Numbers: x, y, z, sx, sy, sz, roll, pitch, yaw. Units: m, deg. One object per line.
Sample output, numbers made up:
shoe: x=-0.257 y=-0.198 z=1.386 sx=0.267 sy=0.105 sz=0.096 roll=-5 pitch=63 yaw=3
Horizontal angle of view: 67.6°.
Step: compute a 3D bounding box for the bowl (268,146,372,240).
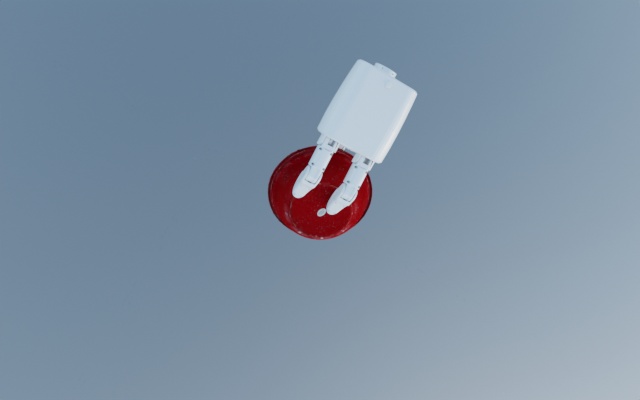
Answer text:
bowl: x=0.000 y=0.004 z=0.714 sx=0.162 sy=0.162 sz=0.055 roll=0 pitch=30 yaw=-2
